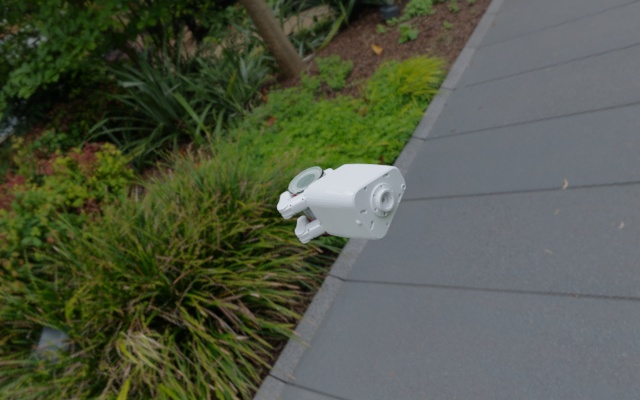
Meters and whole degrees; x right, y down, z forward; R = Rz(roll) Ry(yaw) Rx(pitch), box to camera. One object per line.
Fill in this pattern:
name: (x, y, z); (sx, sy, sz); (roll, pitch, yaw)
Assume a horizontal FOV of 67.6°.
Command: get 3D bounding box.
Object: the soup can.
soup can: (0.000, 0.002, 0.802); (0.068, 0.102, 0.068); (-26, 29, 16)
